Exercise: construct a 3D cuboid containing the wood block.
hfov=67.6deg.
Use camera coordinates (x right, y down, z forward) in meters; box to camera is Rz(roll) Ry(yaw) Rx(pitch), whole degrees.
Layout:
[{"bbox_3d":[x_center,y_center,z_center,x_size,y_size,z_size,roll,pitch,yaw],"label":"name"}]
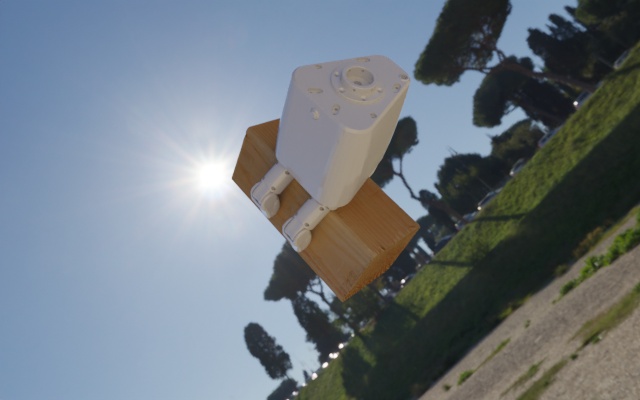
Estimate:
[{"bbox_3d":[0.000,0.001,0.560,0.091,0.206,0.090,-25,-27,-41],"label":"wood block"}]
